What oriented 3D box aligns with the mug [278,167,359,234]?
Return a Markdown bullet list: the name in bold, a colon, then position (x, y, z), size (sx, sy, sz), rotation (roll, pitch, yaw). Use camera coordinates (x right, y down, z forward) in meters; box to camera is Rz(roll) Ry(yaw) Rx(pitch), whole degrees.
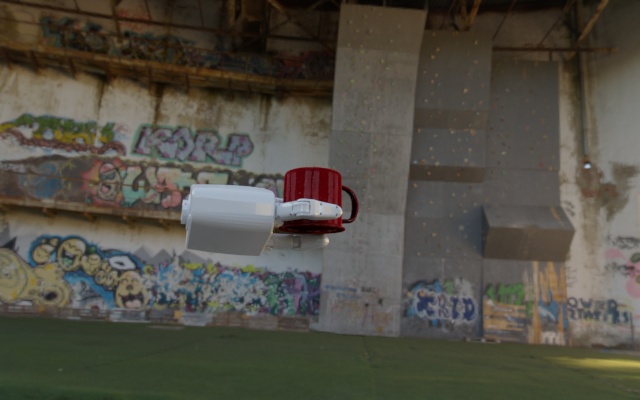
- **mug**: position (0.001, 0.002, 0.672), size (0.117, 0.081, 0.093), rotation (5, -12, -19)
